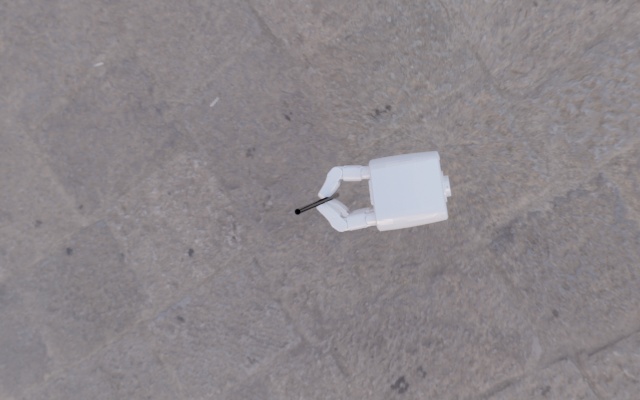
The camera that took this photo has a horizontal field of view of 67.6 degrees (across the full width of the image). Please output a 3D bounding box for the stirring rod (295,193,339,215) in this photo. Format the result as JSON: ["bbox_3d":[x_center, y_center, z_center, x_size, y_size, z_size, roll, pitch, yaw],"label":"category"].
[{"bbox_3d":[0.000,0.002,0.728,0.011,0.011,0.239,0,6,14],"label":"stirring rod"}]
